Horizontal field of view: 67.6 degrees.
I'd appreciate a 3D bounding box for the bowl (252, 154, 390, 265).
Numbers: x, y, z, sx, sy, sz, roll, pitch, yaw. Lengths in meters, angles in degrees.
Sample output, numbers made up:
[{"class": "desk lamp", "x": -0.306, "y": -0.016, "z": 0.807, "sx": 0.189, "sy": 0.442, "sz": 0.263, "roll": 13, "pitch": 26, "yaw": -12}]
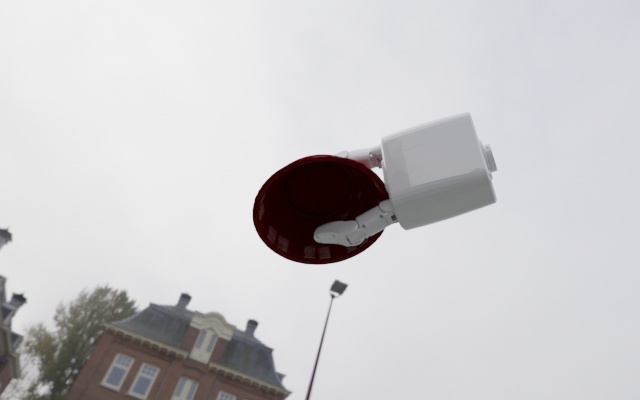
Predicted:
[{"class": "bowl", "x": -0.001, "y": 0.002, "z": 0.574, "sx": 0.162, "sy": 0.162, "sz": 0.055, "roll": 0, "pitch": 37, "yaw": -7}]
